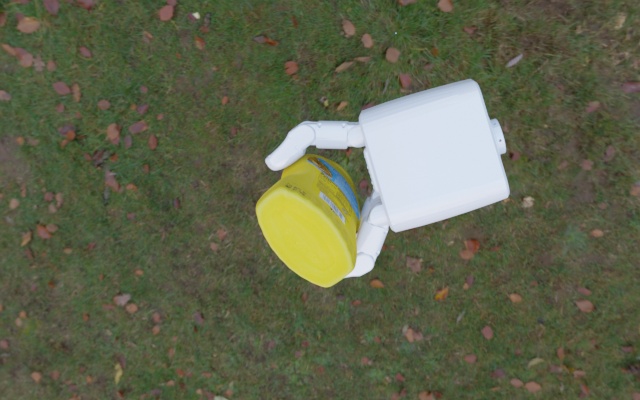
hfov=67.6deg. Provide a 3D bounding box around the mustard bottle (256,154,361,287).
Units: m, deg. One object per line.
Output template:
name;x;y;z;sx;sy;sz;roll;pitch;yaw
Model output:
mustard bottle;0.000;0.002;0.472;0.058;0.096;0.191;-40;9;18
